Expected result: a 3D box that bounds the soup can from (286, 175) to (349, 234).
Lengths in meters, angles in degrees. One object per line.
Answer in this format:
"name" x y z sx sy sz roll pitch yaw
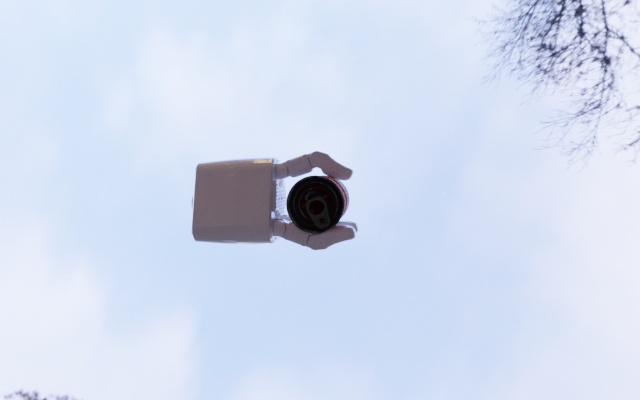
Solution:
"soup can" 0.001 0.002 0.600 0.068 0.068 0.102 0 4 8
